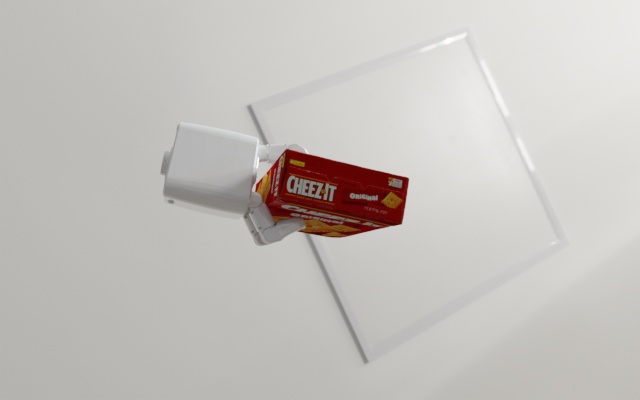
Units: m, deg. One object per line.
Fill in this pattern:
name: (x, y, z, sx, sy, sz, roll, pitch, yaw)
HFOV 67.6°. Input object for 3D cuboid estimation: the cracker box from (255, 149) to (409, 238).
cracker box: (0.000, 0.002, 0.673, 0.164, 0.072, 0.214, 11, -12, -15)
